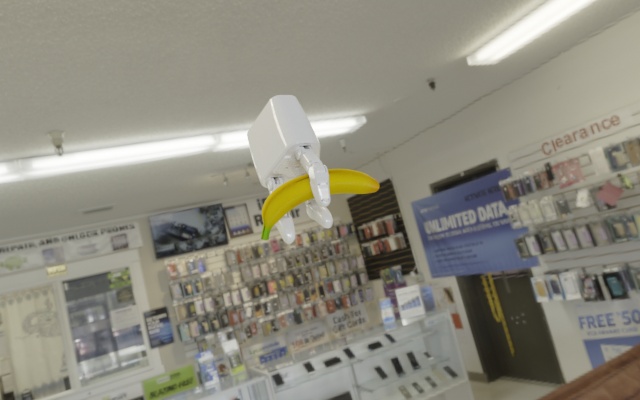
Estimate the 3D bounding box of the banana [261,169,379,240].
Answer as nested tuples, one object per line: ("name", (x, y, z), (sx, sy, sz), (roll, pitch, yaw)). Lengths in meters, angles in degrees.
("banana", (-0.007, -0.011, 0.706), (0.198, 0.070, 0.037), (-22, 37, -10))
